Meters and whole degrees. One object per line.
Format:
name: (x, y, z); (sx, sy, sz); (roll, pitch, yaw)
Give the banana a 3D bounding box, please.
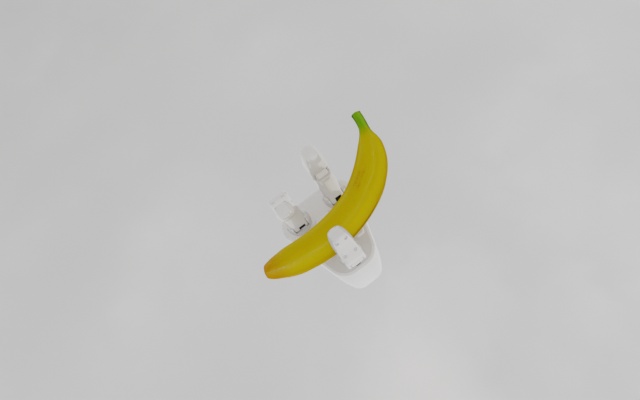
banana: (0.018, 0.008, 0.497); (0.069, 0.198, 0.037); (29, -6, 11)
